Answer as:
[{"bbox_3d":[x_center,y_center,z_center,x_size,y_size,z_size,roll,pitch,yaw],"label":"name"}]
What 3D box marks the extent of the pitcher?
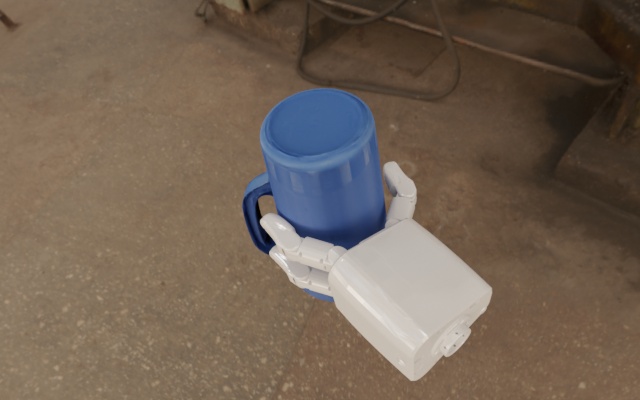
[{"bbox_3d":[0.000,0.002,0.529,0.149,0.243,0.145,-34,55,-17],"label":"pitcher"}]
